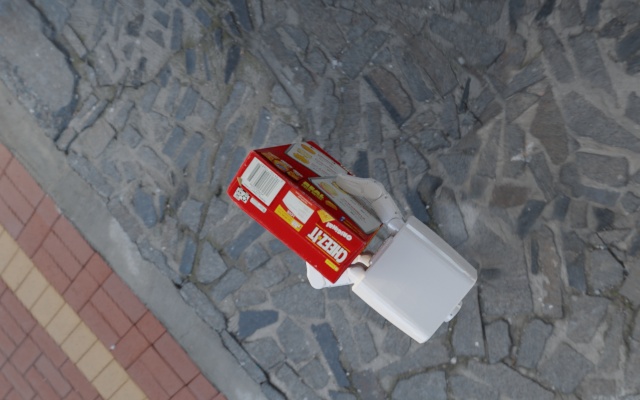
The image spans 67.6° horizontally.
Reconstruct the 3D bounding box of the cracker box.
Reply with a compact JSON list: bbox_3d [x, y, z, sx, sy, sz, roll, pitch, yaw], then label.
[{"bbox_3d":[0.000,0.002,0.617,0.164,0.072,0.213,39,18,7],"label":"cracker box"}]
